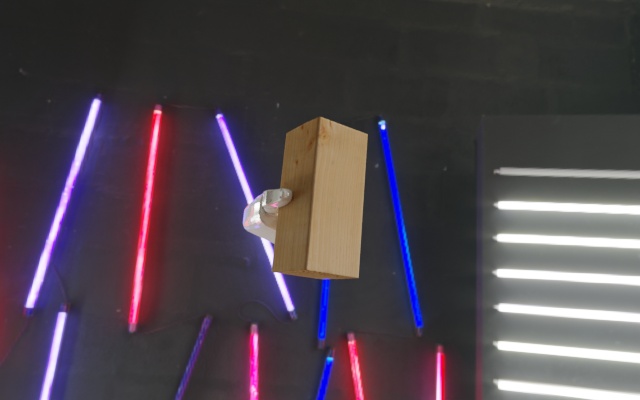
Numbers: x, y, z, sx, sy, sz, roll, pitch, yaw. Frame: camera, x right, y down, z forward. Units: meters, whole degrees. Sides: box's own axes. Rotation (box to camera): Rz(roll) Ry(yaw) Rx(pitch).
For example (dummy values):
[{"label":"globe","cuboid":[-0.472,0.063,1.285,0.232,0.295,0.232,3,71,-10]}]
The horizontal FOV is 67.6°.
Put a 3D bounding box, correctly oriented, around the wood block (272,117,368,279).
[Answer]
[{"label":"wood block","cuboid":[0.000,0.002,0.672,0.091,0.206,0.090,14,-16,-34]}]
